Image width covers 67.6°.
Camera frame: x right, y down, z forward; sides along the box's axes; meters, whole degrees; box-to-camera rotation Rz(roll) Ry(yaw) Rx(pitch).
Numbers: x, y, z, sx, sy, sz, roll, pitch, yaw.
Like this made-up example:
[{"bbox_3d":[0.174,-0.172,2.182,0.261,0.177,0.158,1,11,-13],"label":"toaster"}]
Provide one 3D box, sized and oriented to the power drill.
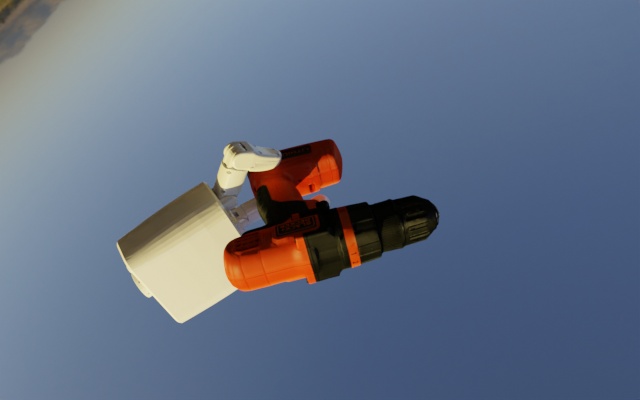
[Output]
[{"bbox_3d":[0.000,0.001,0.461,0.184,0.057,0.187,-13,28,-2],"label":"power drill"}]
